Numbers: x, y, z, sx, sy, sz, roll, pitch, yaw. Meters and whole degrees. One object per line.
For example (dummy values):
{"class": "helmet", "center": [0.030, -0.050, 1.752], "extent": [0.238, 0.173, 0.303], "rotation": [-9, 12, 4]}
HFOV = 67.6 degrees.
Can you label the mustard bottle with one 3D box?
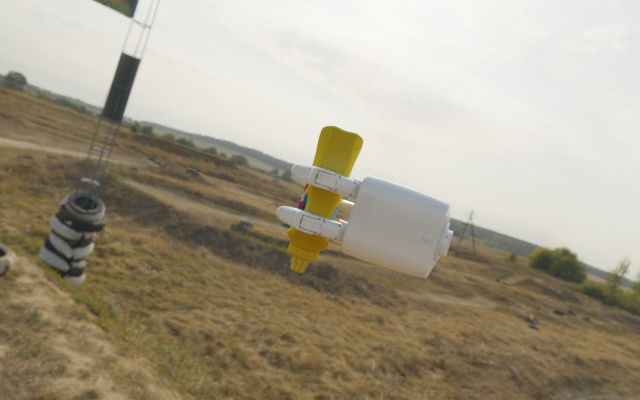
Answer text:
{"class": "mustard bottle", "center": [0.000, 0.002, 0.625], "extent": [0.058, 0.191, 0.096], "rotation": [18, 1, -4]}
